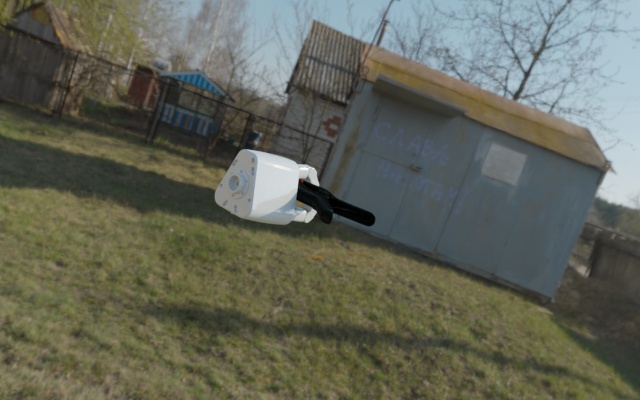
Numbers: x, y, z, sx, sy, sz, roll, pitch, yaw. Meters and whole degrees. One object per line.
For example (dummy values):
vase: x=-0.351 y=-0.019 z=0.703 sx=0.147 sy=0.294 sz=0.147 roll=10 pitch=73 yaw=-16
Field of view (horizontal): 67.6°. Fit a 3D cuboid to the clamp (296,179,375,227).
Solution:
clamp: x=0.000 y=0.002 z=0.826 sx=0.171 sy=0.039 sz=0.120 roll=26 pitch=9 yaw=35
